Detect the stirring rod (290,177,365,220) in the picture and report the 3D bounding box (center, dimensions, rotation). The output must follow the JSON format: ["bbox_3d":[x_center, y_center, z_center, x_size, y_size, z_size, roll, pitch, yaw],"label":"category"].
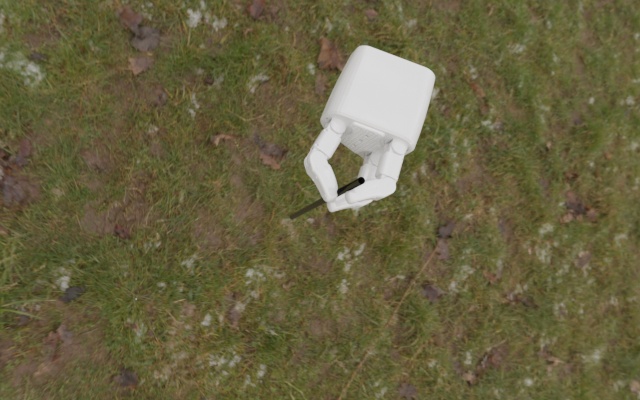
[{"bbox_3d":[0.000,0.002,0.604,0.011,0.011,0.239,0,-11,-21],"label":"stirring rod"}]
